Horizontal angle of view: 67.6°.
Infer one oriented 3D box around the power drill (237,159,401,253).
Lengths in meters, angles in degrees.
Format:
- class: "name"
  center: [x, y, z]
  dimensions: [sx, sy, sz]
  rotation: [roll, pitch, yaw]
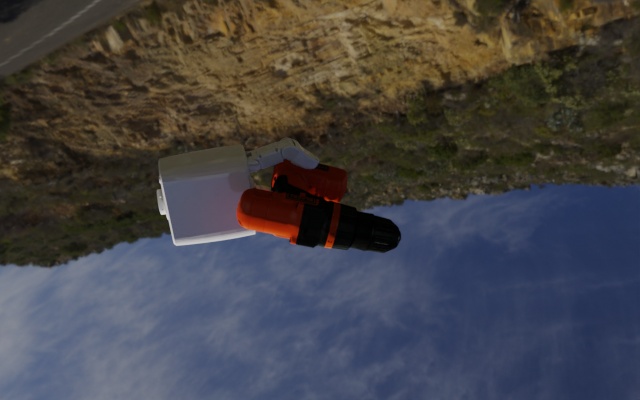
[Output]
- class: "power drill"
  center: [0.000, 0.002, 0.596]
  dimensions: [0.184, 0.057, 0.187]
  rotation: [13, 17, -4]
